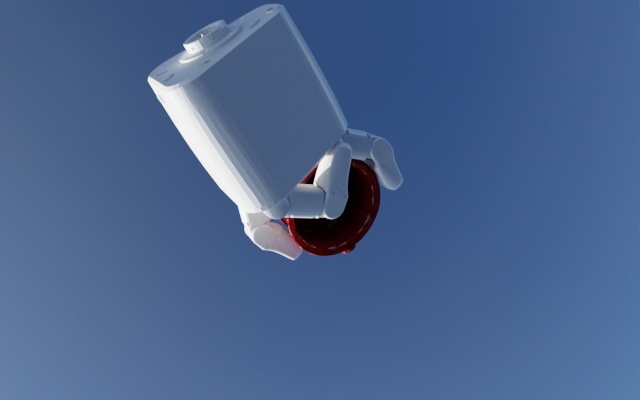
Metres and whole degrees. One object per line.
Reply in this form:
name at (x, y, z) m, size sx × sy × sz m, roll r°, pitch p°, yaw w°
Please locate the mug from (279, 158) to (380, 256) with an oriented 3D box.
mug at (0.001, 0.002, 0.454) m, size 0.093 × 0.117 × 0.081 m, roll -38°, pitch 34°, yaw -12°
